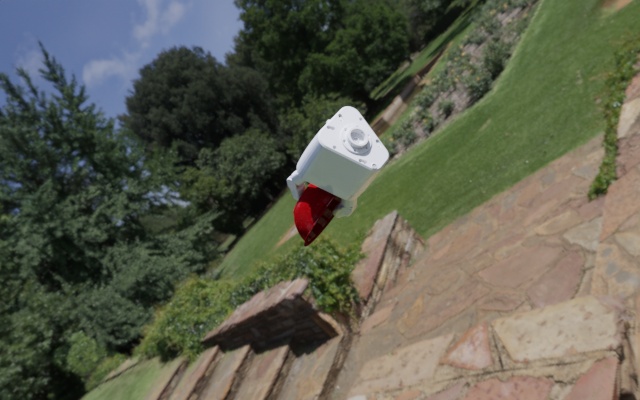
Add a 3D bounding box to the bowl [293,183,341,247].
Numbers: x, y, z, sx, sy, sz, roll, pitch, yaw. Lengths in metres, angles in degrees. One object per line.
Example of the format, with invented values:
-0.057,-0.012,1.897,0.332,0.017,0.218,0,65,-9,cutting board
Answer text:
-0.001,0.003,0.859,0.055,0.162,0.162,36,6,9,bowl
